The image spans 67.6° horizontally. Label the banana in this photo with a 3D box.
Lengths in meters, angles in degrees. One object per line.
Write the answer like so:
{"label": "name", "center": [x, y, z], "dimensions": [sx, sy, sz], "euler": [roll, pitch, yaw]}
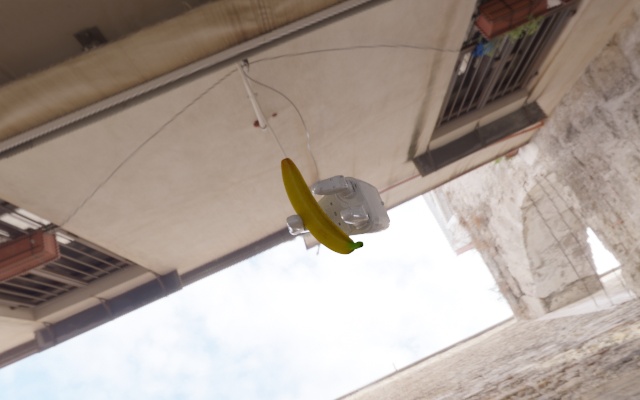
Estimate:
{"label": "banana", "center": [-0.004, 0.018, 0.728], "dimensions": [0.037, 0.070, 0.197], "euler": [-16, 53, -42]}
